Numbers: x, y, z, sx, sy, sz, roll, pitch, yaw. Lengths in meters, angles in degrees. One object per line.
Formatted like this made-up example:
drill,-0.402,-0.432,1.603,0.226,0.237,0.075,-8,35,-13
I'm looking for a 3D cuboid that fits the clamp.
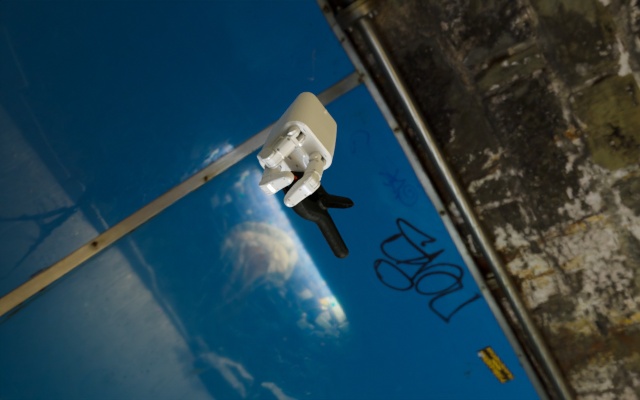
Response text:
clamp,0.000,0.003,0.782,0.039,0.171,0.120,-25,31,28
